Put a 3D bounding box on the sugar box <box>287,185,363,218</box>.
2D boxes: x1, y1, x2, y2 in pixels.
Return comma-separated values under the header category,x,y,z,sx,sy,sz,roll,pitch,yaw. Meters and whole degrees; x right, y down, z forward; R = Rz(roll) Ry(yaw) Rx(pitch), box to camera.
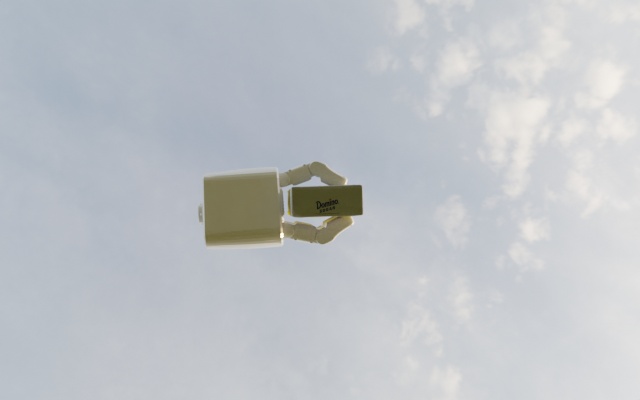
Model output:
category,x,y,z,sx,sy,sz,roll,pitch,yaw
sugar box,0.000,0.003,0.685,0.093,0.048,0.176,-2,2,-5
